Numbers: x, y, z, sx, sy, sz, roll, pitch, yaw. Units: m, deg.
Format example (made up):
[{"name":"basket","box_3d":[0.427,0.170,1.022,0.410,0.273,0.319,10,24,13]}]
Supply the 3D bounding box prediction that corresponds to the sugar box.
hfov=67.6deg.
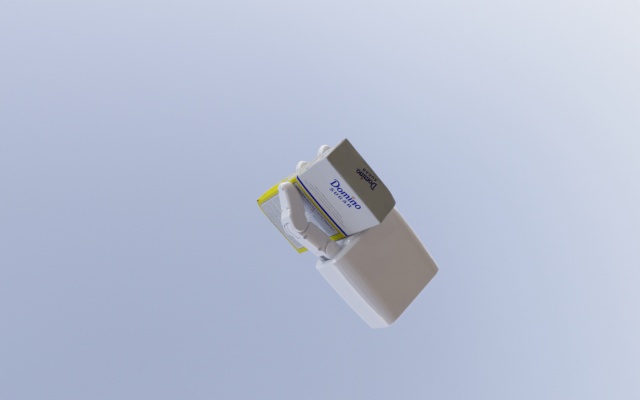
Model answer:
[{"name":"sugar box","box_3d":[0.000,0.002,0.566,0.048,0.093,0.176,-47,12,-36]}]
